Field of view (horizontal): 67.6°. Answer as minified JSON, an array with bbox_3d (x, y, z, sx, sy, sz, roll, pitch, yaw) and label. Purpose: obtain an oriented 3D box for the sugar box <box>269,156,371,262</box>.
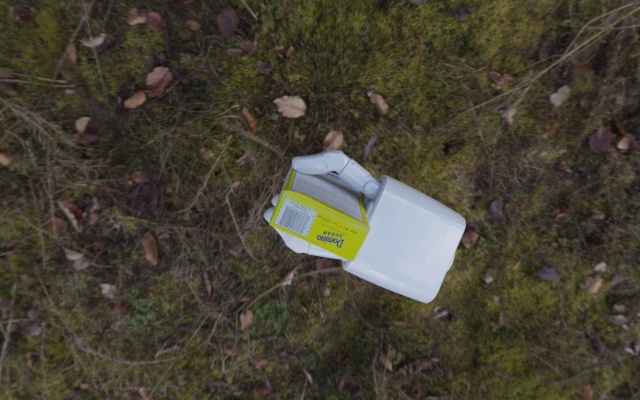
[{"bbox_3d":[0.000,0.002,0.538,0.093,0.048,0.176,25,12,-5],"label":"sugar box"}]
